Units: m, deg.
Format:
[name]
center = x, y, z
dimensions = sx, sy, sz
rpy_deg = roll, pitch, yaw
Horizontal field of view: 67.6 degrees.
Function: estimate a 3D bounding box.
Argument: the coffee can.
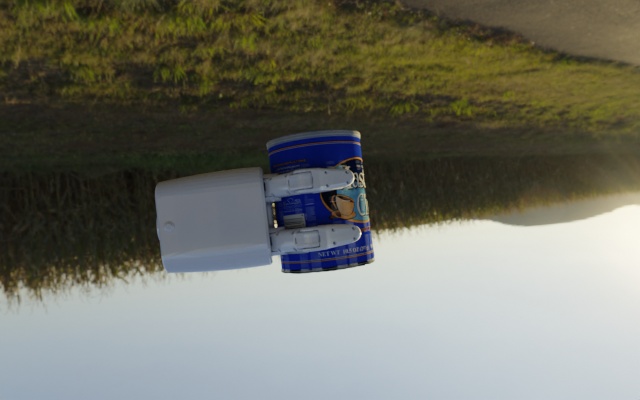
[coffee can]
center = 0.000, 0.002, 0.520
dimensions = 0.103, 0.140, 0.103
rpy_deg = -7, -2, 0
